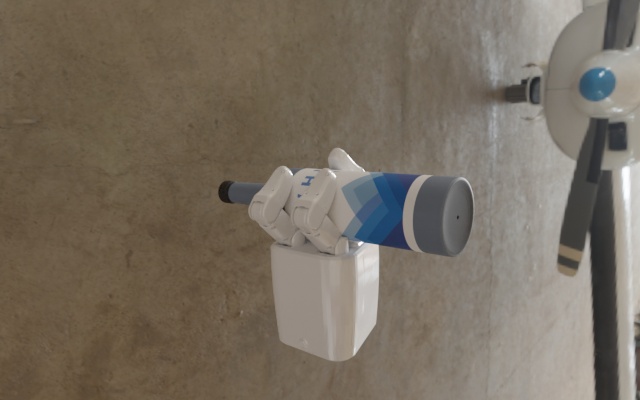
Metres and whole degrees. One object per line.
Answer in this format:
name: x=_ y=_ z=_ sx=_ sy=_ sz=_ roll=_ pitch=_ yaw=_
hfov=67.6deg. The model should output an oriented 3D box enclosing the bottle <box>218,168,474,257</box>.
bottle: x=0.000 y=0.002 z=0.484 sx=0.295 sy=0.069 sz=0.069 roll=6 pitch=4 yaw=39
